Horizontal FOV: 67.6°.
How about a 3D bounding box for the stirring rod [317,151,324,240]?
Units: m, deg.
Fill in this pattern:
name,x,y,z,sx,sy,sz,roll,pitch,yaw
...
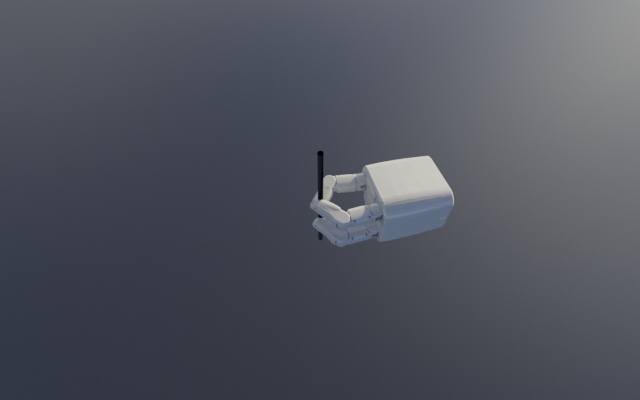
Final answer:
name,x,y,z,sx,sy,sz,roll,pitch,yaw
stirring rod,0.000,0.002,0.692,0.011,0.011,0.240,0,-30,0
